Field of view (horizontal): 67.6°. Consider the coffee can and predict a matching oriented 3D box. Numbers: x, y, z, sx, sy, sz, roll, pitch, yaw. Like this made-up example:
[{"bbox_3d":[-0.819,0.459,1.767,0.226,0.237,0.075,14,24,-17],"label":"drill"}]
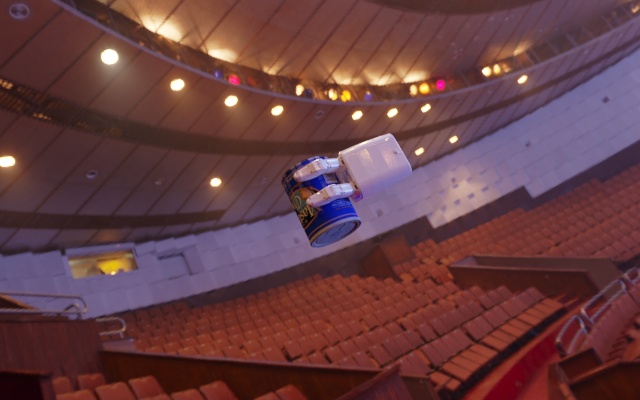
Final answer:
[{"bbox_3d":[0.000,0.003,0.893,0.103,0.140,0.103,-23,-20,-9],"label":"coffee can"}]
